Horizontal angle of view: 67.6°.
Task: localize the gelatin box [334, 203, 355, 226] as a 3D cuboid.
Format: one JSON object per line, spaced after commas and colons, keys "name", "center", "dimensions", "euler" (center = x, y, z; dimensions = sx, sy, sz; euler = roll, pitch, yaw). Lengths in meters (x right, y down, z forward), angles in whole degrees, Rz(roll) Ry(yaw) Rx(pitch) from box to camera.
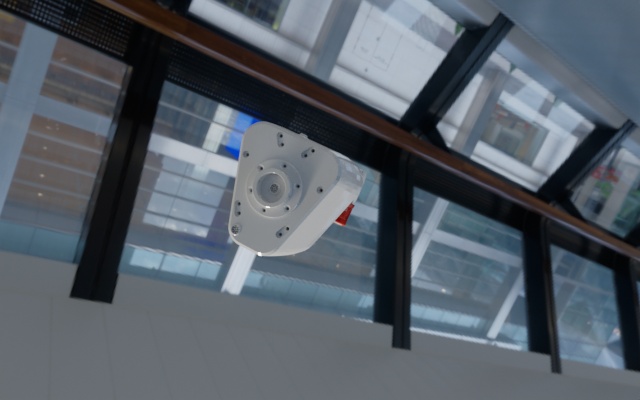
{"name": "gelatin box", "center": [0.000, 0.002, 0.585], "dimensions": [0.073, 0.030, 0.089], "euler": [26, -2, -1]}
